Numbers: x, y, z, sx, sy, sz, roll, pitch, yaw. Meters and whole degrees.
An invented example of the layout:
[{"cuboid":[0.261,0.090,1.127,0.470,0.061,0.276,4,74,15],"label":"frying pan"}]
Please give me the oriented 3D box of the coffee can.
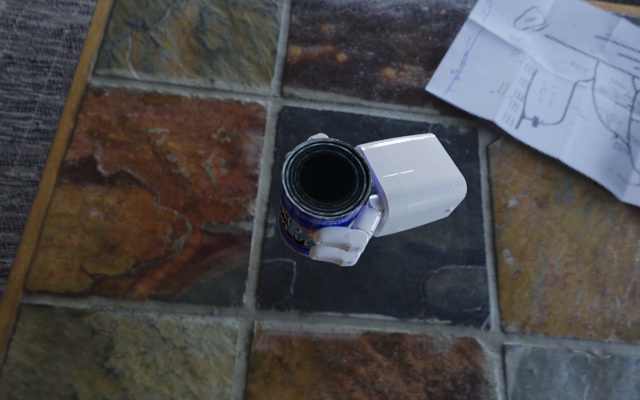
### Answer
[{"cuboid":[0.000,0.002,0.597,0.103,0.102,0.140,0,-24,-6],"label":"coffee can"}]
